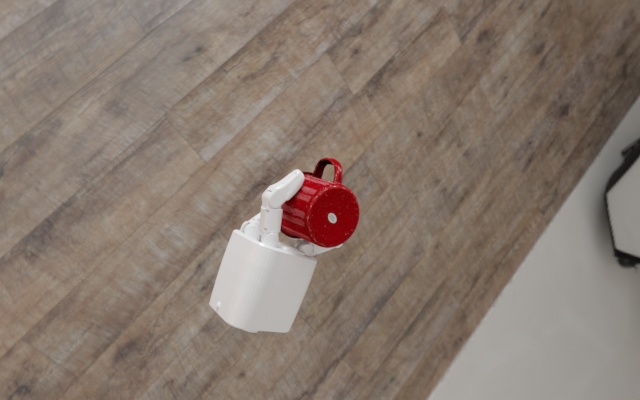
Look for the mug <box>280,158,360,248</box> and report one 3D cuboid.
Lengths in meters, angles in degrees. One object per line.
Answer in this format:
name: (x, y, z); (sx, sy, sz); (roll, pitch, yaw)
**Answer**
mug: (0.001, 0.001, 0.617); (0.093, 0.117, 0.081); (19, 0, -34)
